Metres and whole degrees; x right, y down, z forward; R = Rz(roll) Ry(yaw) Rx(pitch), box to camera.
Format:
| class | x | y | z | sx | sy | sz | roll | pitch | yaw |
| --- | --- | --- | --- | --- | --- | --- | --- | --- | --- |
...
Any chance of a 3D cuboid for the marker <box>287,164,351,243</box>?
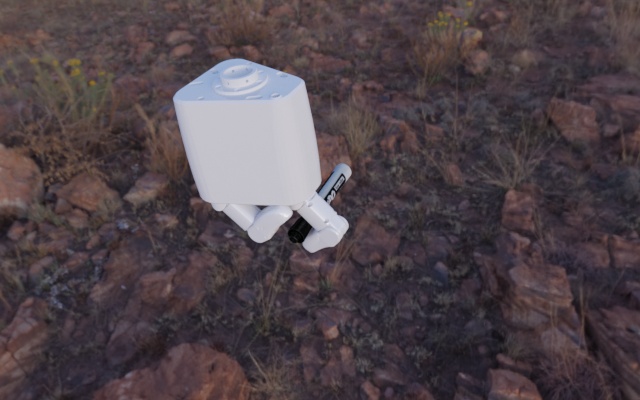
| class | x | y | z | sx | sy | sz | roll | pitch | yaw |
| --- | --- | --- | --- | --- | --- | --- | --- | --- | --- |
| marker | 0.000 | 0.002 | 0.498 | 0.020 | 0.020 | 0.121 | 0 | 37 | 33 |
